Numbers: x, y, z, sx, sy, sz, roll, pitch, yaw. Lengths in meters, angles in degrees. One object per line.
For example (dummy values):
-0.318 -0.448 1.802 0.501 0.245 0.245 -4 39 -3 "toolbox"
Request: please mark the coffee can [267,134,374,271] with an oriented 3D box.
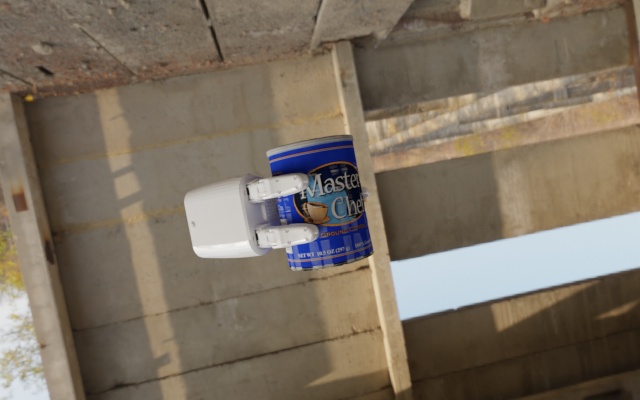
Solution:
0.000 0.002 0.561 0.103 0.140 0.103 -11 2 0 "coffee can"
